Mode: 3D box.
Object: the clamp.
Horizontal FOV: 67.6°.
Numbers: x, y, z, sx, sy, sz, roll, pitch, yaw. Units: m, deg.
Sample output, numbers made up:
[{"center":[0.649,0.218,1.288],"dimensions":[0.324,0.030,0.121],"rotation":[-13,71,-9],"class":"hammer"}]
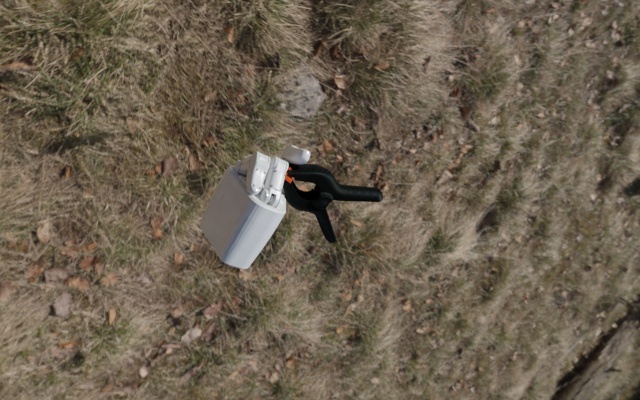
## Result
[{"center":[0.000,0.003,0.732],"dimensions":[0.171,0.120,0.039],"rotation":[24,22,-26],"class":"clamp"}]
